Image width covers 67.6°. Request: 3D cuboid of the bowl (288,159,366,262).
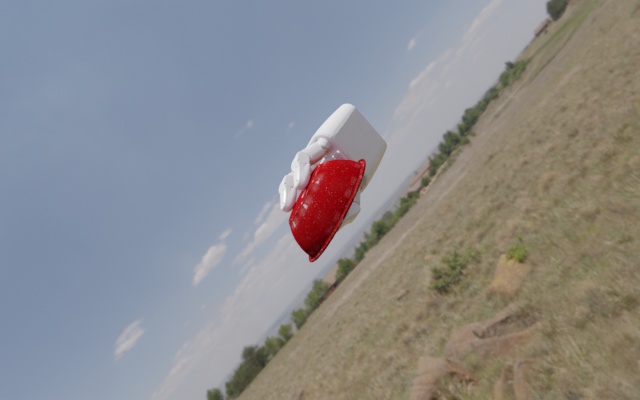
[{"bbox_3d":[-0.001,0.003,0.661,0.055,0.162,0.162,27,-4,-7],"label":"bowl"}]
